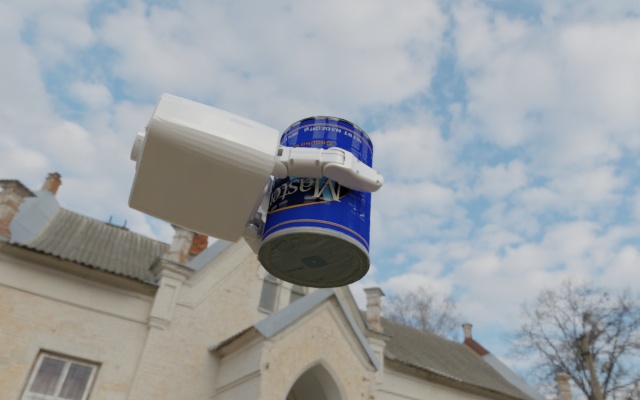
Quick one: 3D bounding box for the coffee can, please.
[{"bbox_3d":[0.000,0.002,0.476,0.103,0.140,0.103,4,-36,3],"label":"coffee can"}]
